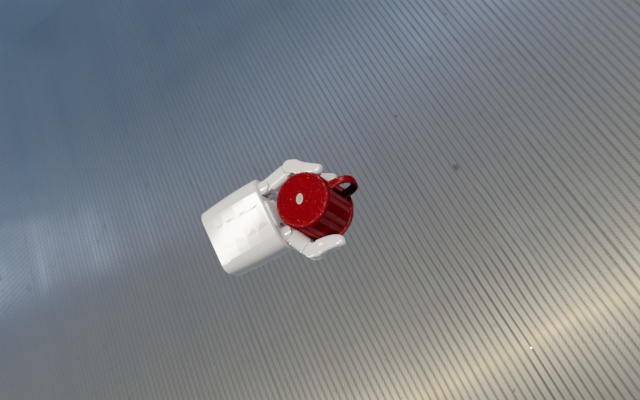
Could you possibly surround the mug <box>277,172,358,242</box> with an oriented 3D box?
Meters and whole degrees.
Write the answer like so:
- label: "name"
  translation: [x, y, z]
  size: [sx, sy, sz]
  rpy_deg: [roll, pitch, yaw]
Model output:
- label: "mug"
  translation: [0.001, 0.001, 0.677]
  size: [0.117, 0.093, 0.081]
  rpy_deg: [-32, -26, 14]
